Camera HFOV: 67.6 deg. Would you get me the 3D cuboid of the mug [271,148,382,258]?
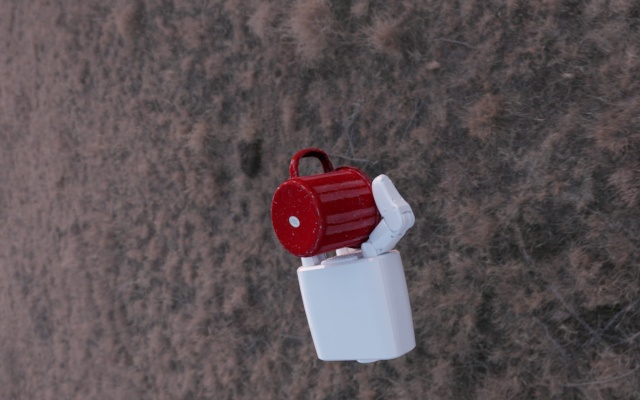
[{"bbox_3d":[0.000,0.000,0.502,0.081,0.117,0.093,-11,-4,-42],"label":"mug"}]
